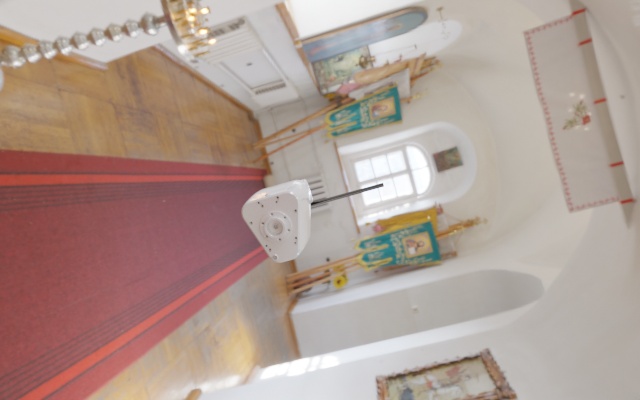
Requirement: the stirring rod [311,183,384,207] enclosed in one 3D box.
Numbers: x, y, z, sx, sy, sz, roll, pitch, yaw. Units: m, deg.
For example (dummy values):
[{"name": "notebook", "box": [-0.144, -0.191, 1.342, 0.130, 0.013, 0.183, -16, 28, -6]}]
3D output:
[{"name": "stirring rod", "box": [0.000, 0.003, 0.883, 0.239, 0.011, 0.011, -16, -2, 8]}]
